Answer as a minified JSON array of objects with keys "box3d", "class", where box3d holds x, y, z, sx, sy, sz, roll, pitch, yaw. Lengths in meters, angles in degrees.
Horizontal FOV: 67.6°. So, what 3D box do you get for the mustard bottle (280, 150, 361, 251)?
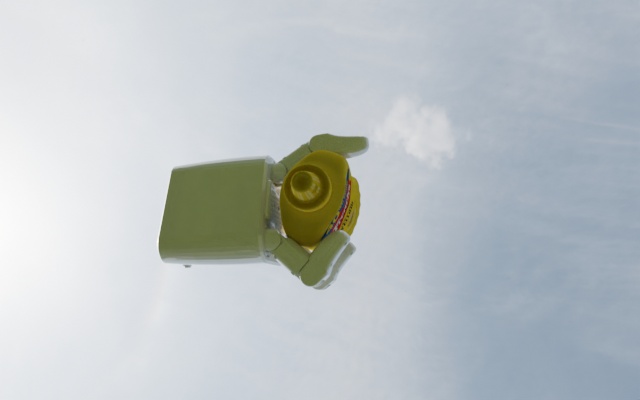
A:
[{"box3d":[0.000,0.002,0.478,0.058,0.096,0.192,21,-6,13],"class":"mustard bottle"}]
